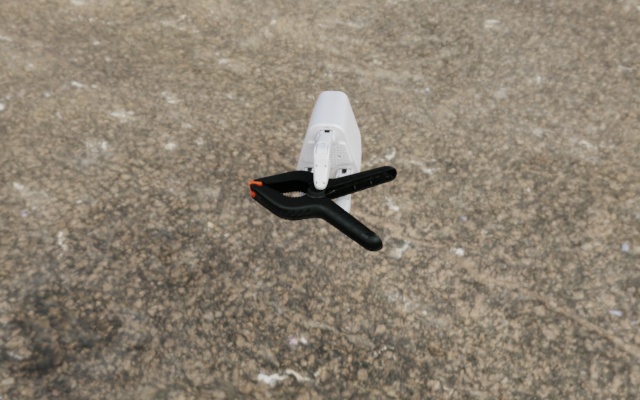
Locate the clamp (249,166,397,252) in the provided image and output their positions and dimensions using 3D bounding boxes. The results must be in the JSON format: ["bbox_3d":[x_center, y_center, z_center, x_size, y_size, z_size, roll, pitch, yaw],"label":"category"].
[{"bbox_3d":[0.000,0.001,0.659,0.210,0.036,0.164,3,40,6],"label":"clamp"}]
